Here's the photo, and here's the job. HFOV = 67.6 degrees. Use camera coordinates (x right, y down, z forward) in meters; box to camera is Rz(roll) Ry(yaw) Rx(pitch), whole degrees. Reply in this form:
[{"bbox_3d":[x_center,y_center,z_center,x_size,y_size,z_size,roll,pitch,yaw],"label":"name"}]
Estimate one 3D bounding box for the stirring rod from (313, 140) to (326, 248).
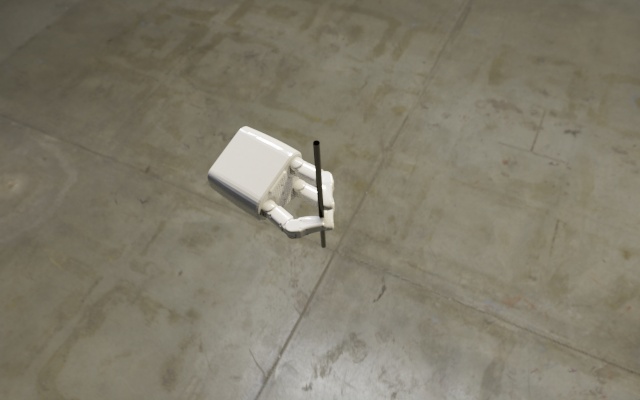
[{"bbox_3d":[0.000,0.002,0.654,0.011,0.011,0.240,0,-35,3],"label":"stirring rod"}]
